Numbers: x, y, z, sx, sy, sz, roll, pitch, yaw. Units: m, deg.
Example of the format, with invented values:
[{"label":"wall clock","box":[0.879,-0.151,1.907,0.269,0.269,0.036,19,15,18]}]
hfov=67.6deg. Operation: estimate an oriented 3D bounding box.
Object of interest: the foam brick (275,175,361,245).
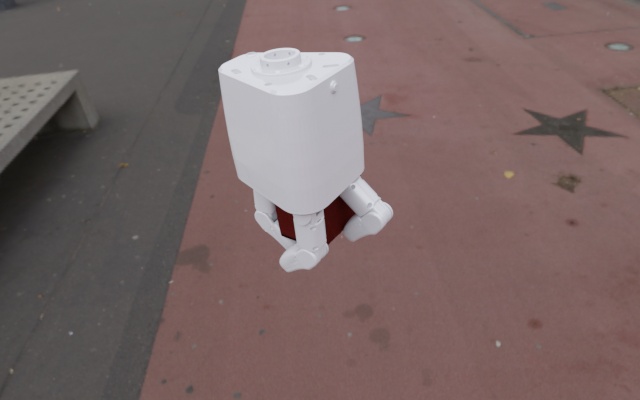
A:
[{"label":"foam brick","box":[0.000,0.001,0.472,0.053,0.051,0.078,16,40,31]}]
